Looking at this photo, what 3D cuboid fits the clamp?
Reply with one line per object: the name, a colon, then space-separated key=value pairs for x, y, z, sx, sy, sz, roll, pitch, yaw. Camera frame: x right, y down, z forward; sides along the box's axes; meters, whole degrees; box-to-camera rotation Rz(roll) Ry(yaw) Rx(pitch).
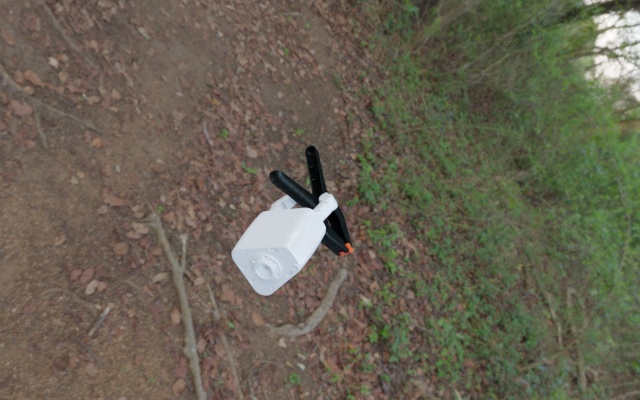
clamp: x=0.001 y=0.003 z=0.867 sx=0.036 sy=0.210 sz=0.164 roll=-24 pitch=18 yaw=31
